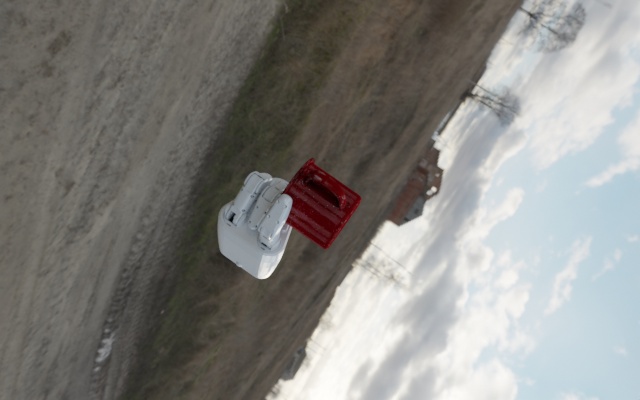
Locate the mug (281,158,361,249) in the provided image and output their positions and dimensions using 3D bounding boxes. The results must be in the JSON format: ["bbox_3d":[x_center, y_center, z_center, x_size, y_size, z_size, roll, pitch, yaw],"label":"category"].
[{"bbox_3d":[0.001,0.001,0.589,0.081,0.093,0.117,35,-29,5],"label":"mug"}]
